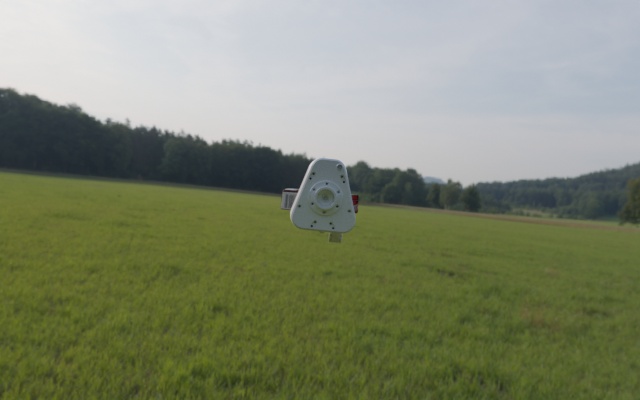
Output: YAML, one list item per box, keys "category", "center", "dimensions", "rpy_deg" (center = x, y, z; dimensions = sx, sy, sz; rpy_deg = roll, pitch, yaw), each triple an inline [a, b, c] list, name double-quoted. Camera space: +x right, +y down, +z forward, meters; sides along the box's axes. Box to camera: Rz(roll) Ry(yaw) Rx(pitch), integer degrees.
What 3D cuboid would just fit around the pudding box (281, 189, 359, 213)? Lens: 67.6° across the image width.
- category: "pudding box"
  center: [0.000, 0.003, 0.848]
  dimensions: [0.113, 0.039, 0.090]
  rpy_deg: [7, 2, 27]
